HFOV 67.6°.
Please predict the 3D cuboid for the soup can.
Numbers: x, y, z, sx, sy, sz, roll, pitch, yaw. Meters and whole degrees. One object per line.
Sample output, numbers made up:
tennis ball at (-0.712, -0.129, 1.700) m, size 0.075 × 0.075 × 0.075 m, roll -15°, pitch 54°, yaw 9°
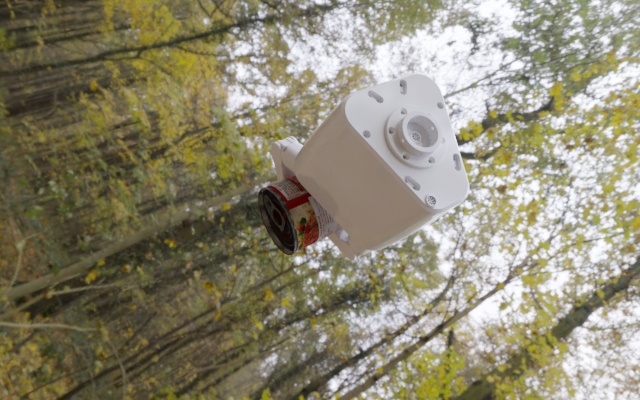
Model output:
soup can at (0.000, 0.002, 0.465) m, size 0.102 × 0.068 × 0.068 m, roll -24°, pitch 11°, yaw -26°
